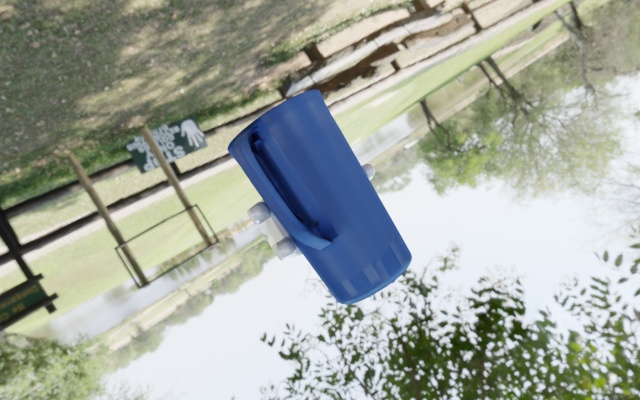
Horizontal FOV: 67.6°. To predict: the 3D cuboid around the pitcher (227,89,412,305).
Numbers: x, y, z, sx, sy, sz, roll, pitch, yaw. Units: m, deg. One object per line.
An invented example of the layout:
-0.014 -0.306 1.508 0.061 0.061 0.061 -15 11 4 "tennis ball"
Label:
0.000 0.002 0.573 0.149 0.243 0.145 -32 -1 -20 "pitcher"
